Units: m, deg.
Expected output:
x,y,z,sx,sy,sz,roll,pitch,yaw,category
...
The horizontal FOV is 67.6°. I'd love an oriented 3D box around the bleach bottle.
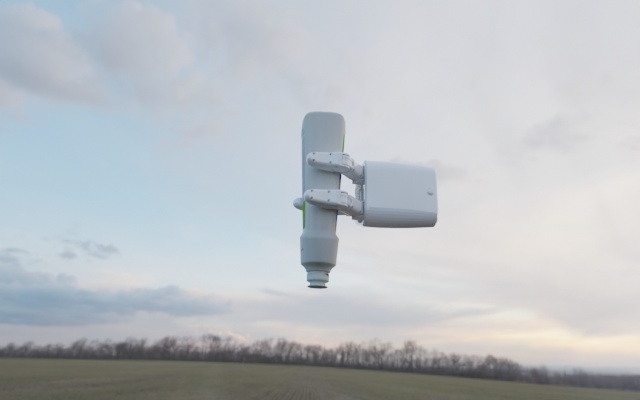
x,y,z,sx,sy,sz,roll,pitch,yaw,category
0.000,0.002,0.696,0.068,0.250,0.103,3,-19,-1,bleach bottle
